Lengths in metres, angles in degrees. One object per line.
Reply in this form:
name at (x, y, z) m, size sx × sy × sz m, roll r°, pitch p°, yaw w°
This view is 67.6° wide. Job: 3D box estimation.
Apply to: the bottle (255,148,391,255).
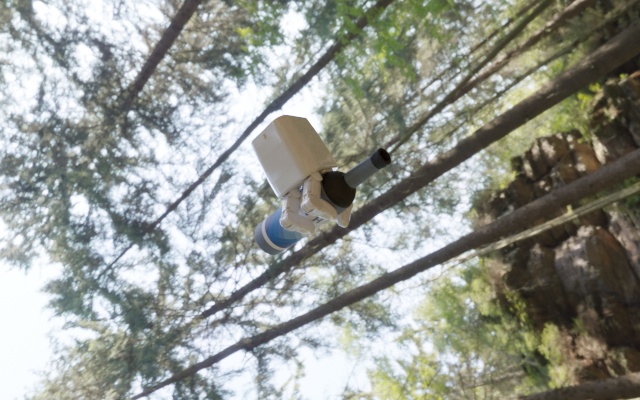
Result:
bottle at (0.000, 0.003, 0.781) m, size 0.069 × 0.069 × 0.296 m, roll 0°, pitch -27°, yaw -45°
